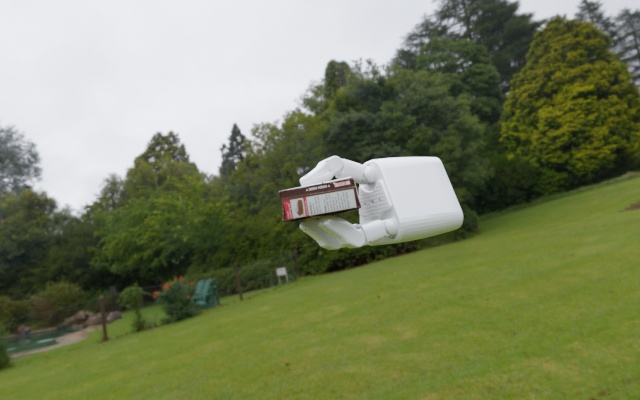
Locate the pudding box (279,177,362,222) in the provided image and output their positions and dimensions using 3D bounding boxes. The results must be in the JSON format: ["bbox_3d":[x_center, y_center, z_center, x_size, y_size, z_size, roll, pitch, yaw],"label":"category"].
[{"bbox_3d":[0.000,0.002,0.581,0.090,0.039,0.113,-11,-5,1],"label":"pudding box"}]
